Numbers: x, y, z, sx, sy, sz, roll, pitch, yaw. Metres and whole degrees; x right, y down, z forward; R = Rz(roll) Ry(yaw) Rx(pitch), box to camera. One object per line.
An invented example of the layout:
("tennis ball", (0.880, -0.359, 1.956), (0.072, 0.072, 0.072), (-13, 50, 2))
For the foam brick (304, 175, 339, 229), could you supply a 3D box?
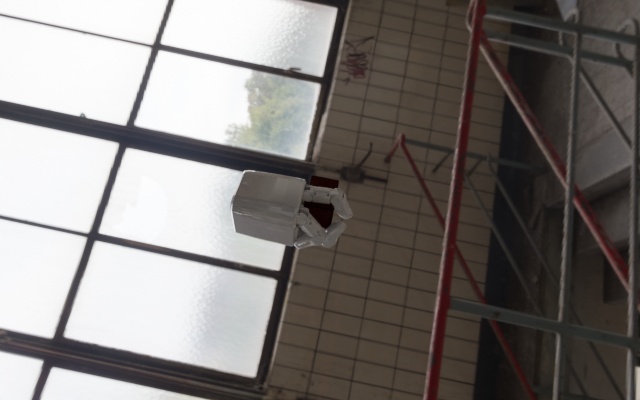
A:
("foam brick", (0.000, 0.003, 0.835), (0.051, 0.053, 0.078), (11, 44, 1))
